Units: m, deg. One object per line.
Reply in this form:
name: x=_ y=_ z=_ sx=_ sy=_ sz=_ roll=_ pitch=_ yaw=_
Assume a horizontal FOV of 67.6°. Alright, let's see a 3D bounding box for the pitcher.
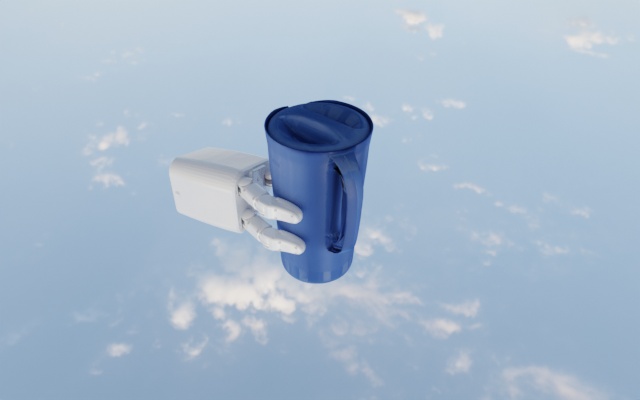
pitcher: x=0.000 y=0.002 z=0.642 sx=0.145 sy=0.243 sz=0.149 roll=13 pitch=39 yaw=16
